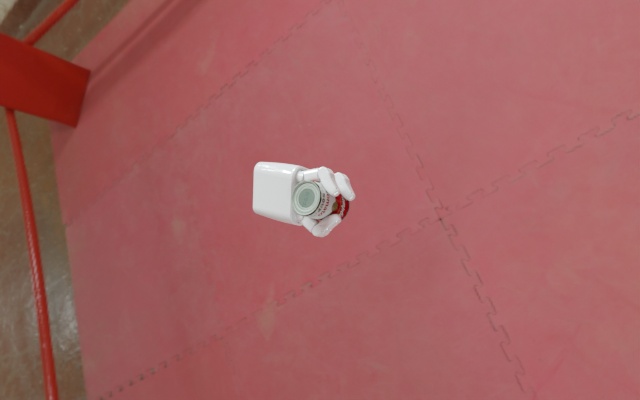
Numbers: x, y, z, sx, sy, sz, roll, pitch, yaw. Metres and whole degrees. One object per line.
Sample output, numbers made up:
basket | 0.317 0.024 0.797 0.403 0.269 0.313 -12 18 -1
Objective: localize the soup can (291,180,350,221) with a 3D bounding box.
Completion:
soup can | 0.000 0.003 0.892 0.068 0.068 0.102 0 -9 34
